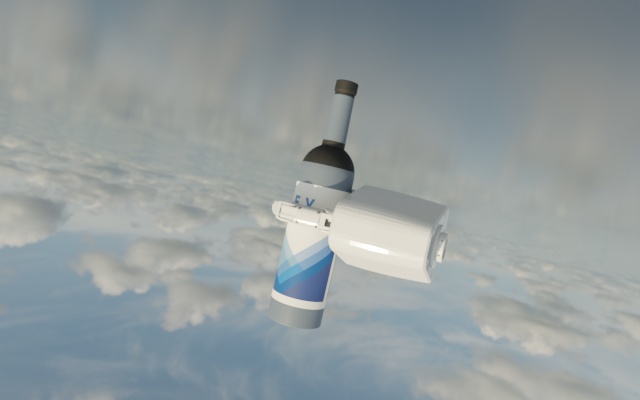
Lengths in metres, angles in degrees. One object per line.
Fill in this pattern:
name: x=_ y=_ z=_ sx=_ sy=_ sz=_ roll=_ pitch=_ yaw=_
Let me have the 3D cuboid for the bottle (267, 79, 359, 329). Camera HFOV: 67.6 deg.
bottle: x=0.000 y=0.002 z=0.578 sx=0.069 sy=0.296 sz=0.069 roll=13 pitch=2 yaw=0
